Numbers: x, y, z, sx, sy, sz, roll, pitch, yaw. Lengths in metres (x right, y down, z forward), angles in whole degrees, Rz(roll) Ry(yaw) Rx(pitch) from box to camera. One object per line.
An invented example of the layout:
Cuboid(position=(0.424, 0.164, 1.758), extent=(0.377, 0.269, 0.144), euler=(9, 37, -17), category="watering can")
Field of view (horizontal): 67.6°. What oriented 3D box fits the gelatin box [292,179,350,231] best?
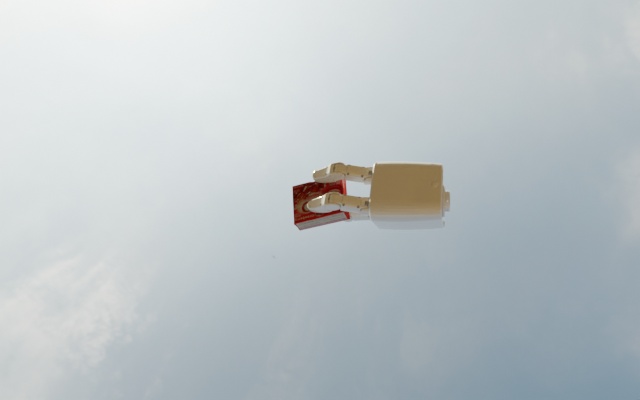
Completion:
Cuboid(position=(0.000, 0.003, 0.774), extent=(0.089, 0.073, 0.030), euler=(-14, -33, 15), category="gelatin box")
